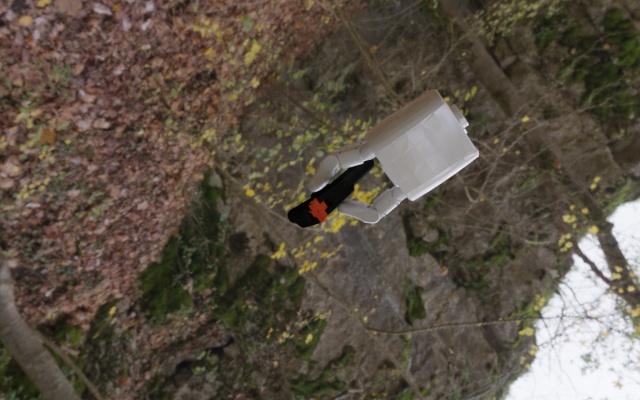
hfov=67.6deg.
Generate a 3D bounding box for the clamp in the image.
[{"bbox_3d":[0.001,0.003,0.679,0.164,0.036,0.210,-37,4,17],"label":"clamp"}]
